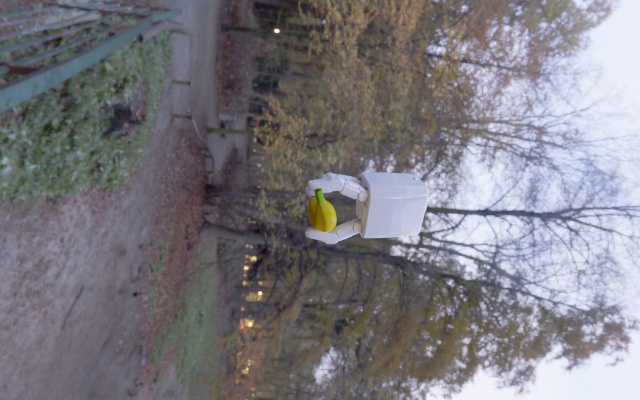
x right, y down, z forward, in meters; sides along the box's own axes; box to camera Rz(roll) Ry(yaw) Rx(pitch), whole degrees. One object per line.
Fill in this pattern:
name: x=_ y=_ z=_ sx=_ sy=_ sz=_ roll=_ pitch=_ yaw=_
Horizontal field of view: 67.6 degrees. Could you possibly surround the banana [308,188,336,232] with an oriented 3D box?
banana: x=0.002 y=0.021 z=0.823 sx=0.037 sy=0.069 sz=0.198 roll=-6 pitch=-4 yaw=-6
